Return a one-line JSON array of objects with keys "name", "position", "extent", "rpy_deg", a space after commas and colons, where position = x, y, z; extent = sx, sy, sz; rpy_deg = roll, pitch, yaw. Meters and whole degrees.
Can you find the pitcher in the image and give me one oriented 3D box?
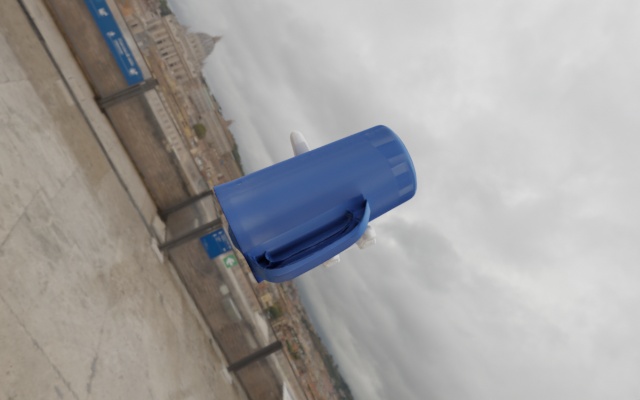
[{"name": "pitcher", "position": [0.000, 0.002, 0.607], "extent": [0.243, 0.149, 0.145], "rpy_deg": [-25, -9, -8]}]
